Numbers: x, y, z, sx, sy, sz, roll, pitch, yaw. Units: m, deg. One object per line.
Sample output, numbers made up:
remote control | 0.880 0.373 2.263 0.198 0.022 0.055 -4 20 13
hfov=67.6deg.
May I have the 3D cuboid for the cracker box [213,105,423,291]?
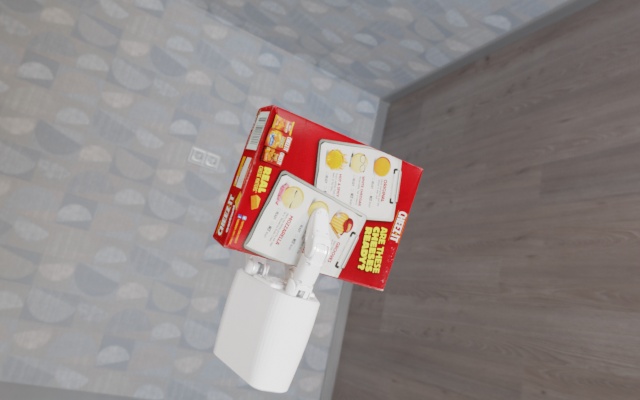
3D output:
cracker box | 0.000 0.002 0.579 0.214 0.164 0.072 19 -1 -26
